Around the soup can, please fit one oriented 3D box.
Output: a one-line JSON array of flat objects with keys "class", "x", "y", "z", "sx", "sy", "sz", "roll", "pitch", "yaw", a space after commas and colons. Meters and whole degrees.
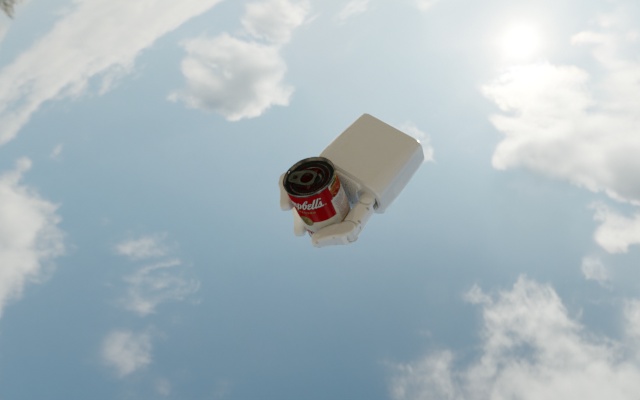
[{"class": "soup can", "x": 0.000, "y": 0.003, "z": 0.622, "sx": 0.068, "sy": 0.068, "sz": 0.102, "roll": 0, "pitch": -40, "yaw": 23}]
